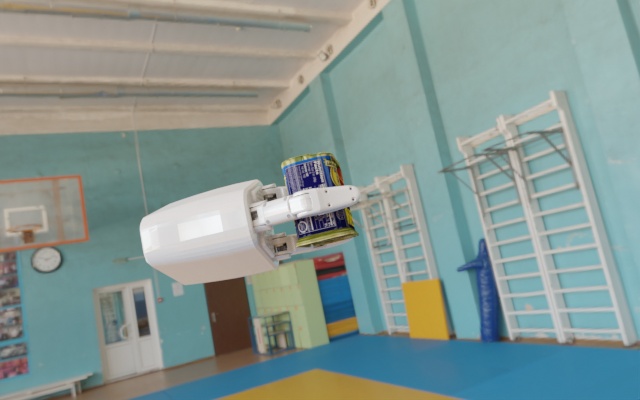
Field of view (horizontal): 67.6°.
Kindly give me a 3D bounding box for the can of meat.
[{"bbox_3d":[0.000,0.001,0.492,0.057,0.084,0.102,-14,-8,7],"label":"can of meat"}]
